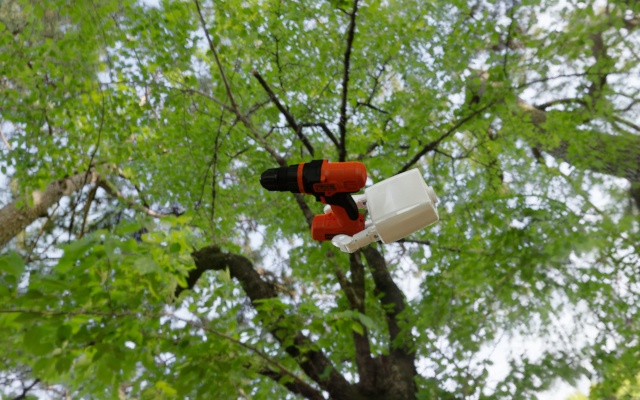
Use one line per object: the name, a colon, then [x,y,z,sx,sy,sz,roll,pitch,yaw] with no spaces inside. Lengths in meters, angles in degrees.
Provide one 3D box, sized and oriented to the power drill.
power drill: [0.001,0.003,0.854,0.184,0.057,0.188,-1,-35,15]
